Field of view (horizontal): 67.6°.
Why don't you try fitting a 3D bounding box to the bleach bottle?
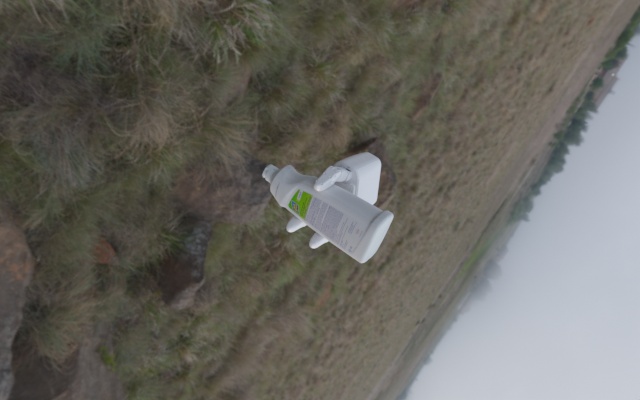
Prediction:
[{"bbox_3d":[0.000,0.003,0.855,0.250,0.103,0.068,34,33,20],"label":"bleach bottle"}]
